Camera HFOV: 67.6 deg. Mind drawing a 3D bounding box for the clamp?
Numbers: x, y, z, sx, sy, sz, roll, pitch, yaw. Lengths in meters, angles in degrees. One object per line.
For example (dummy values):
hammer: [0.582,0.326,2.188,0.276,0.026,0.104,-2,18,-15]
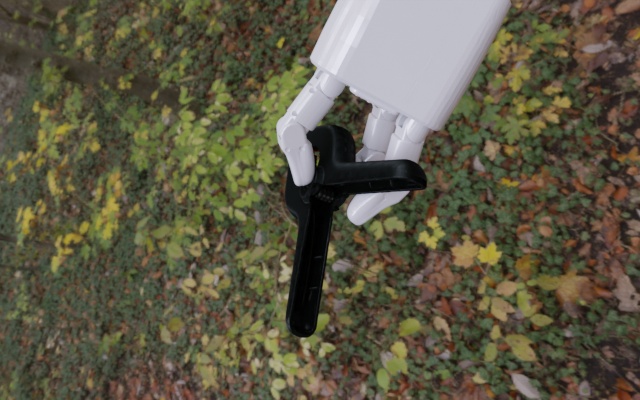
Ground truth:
clamp: [-0.001,0.001,0.417,0.036,0.164,0.210,23,19,-26]
